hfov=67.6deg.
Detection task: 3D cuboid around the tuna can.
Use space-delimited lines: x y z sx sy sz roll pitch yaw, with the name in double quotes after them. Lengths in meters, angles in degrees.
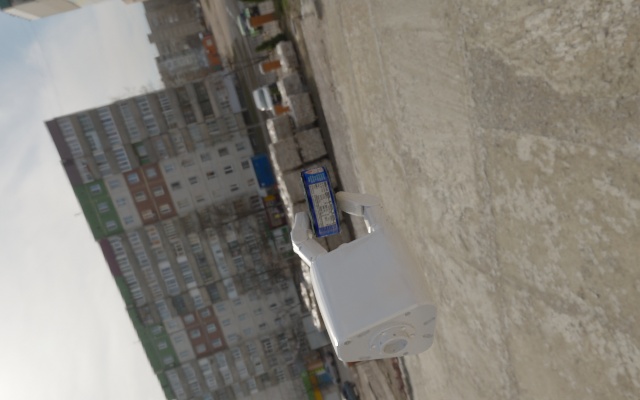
0.000 0.002 0.588 0.034 0.086 0.086 -13 1 -3 "tuna can"
